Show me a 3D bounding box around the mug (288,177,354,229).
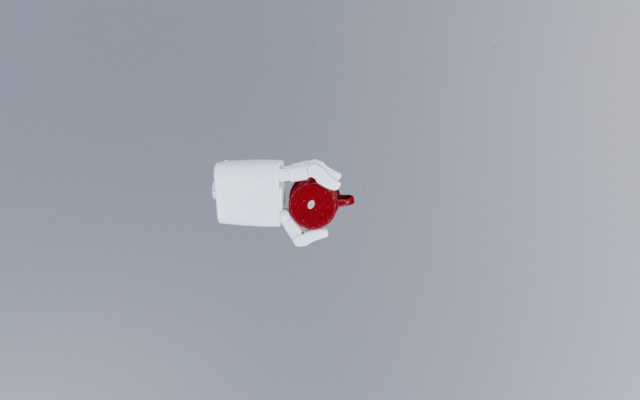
[{"bbox_3d":[0.002,0.003,0.825,0.117,0.093,0.081,0,9,2],"label":"mug"}]
